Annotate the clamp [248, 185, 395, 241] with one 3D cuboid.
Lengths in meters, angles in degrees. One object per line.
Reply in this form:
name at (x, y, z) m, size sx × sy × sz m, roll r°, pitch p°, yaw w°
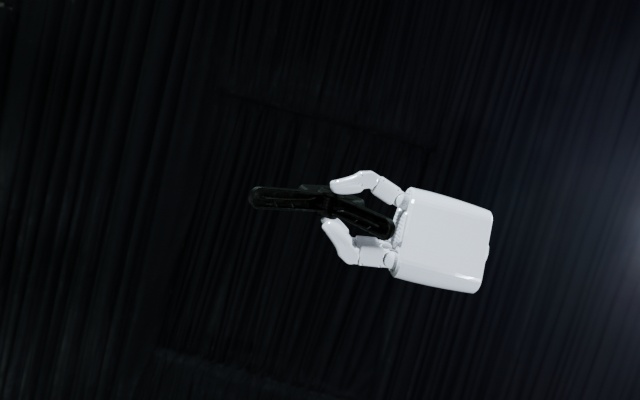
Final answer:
clamp at (0.001, 0.001, 0.607) m, size 0.164 × 0.036 × 0.210 m, roll 14°, pitch 8°, yaw -2°
